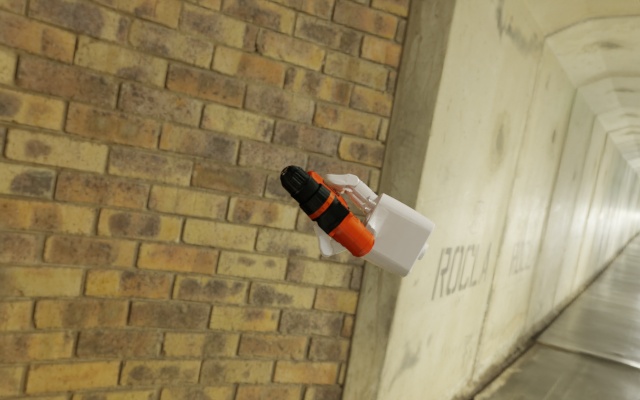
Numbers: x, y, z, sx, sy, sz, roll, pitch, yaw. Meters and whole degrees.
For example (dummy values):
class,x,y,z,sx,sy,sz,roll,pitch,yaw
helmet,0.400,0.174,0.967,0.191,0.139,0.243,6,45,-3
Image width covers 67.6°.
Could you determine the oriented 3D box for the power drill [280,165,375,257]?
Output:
class,x,y,z,sx,sy,sz,roll,pitch,yaw
power drill,0.000,0.003,0.790,0.057,0.184,0.187,-43,14,4
